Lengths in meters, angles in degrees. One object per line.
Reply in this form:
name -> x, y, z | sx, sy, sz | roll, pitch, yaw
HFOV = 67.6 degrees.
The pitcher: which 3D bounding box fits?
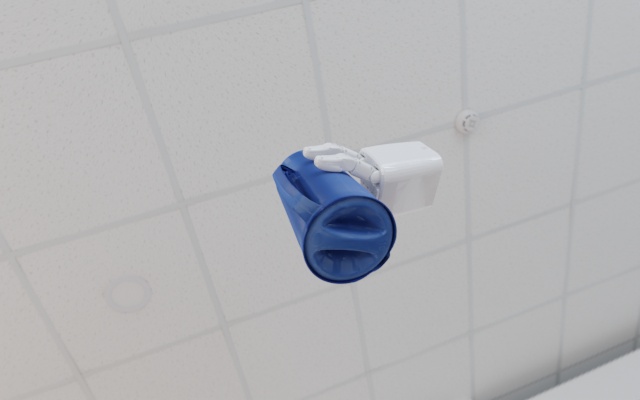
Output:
pitcher -> 0.000, 0.002, 0.725 | 0.145, 0.149, 0.242 | -12, 27, -14
